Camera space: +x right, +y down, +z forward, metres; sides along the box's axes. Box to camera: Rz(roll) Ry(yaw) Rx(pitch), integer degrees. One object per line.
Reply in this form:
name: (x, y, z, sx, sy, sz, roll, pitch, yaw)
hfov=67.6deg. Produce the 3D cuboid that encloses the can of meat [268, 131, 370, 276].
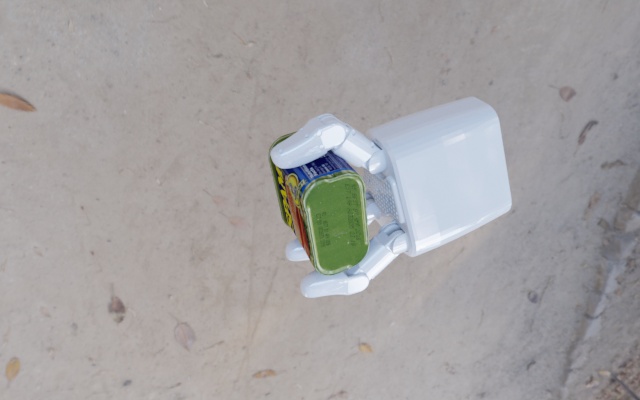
can of meat: (0.000, 0.001, 0.411, 0.057, 0.102, 0.084, -19, 36, -14)
